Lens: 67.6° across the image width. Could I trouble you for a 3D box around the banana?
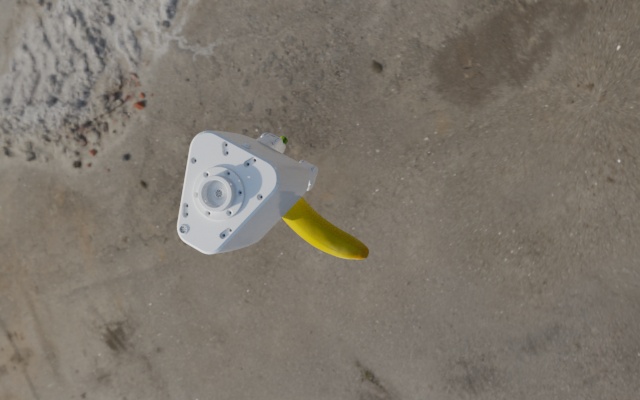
[{"bbox_3d":[-0.017,0.010,0.623,0.069,0.198,0.037,-36,-1,-10],"label":"banana"}]
